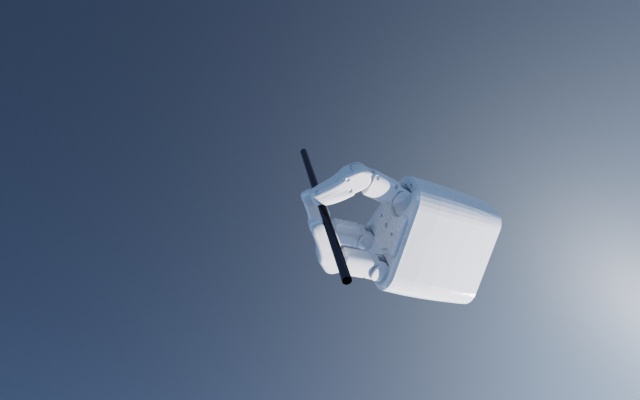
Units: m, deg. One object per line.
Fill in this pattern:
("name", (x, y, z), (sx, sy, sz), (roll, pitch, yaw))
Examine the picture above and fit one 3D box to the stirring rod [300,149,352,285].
("stirring rod", (0.000, 0.001, 0.465), (0.011, 0.011, 0.239), (0, 30, -11))
